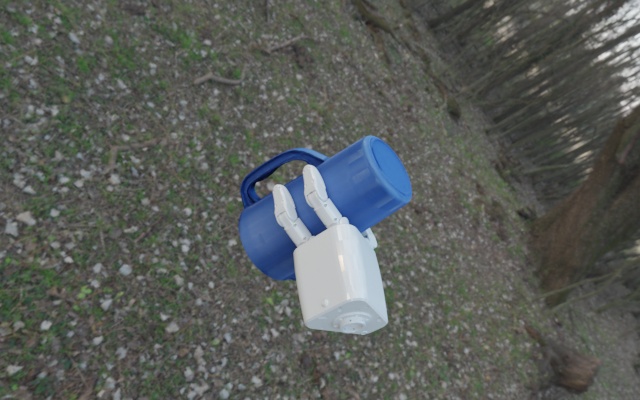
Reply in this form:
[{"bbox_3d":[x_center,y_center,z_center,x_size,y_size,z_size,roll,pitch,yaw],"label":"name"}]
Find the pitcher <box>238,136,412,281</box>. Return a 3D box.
[{"bbox_3d":[0.000,0.002,0.698,0.243,0.145,0.149,-33,-44,27],"label":"pitcher"}]
